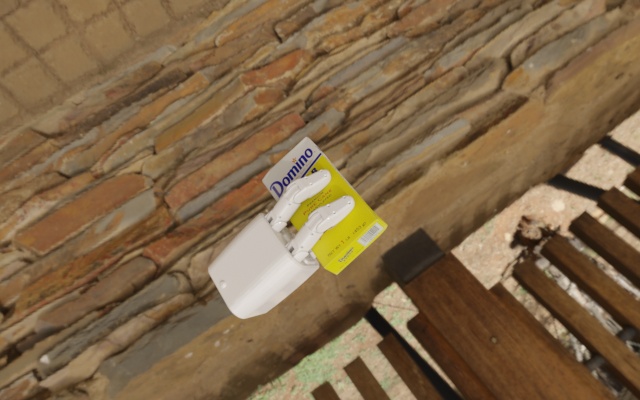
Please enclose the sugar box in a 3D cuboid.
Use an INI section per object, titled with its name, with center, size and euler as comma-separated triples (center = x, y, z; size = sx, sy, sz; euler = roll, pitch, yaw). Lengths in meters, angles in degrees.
[sugar box]
center = 0.000, 0.002, 0.642
size = 0.176, 0.093, 0.048
euler = 50, 7, 32
